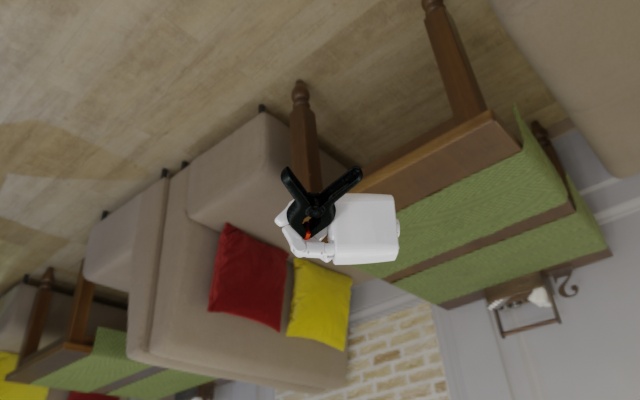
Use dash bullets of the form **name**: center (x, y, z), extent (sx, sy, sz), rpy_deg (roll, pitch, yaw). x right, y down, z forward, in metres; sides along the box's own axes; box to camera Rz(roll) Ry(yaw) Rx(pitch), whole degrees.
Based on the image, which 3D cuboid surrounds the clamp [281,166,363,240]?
- **clamp**: center (0.000, 0.003, 0.739), extent (0.120, 0.039, 0.172), rpy_deg (-2, -34, -4)
